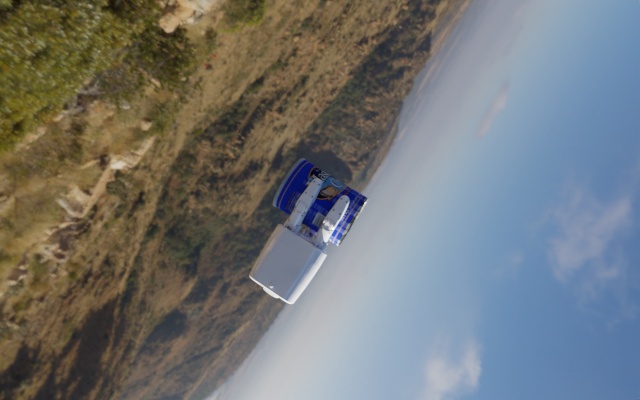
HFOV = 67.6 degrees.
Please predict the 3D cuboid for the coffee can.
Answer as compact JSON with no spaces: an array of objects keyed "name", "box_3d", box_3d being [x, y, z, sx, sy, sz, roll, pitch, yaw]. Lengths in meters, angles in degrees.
[{"name":"coffee can","box_3d":[0.000,0.003,0.861,0.140,0.103,0.103,32,4,7]}]
